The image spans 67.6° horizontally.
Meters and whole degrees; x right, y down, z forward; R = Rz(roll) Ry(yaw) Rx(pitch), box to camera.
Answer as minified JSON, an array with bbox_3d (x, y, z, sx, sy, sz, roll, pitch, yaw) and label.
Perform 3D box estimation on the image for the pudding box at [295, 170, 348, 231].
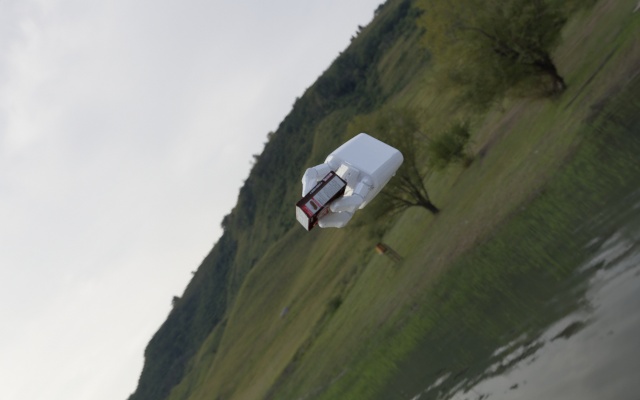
[{"bbox_3d":[0.000,0.003,0.828,0.039,0.090,0.113,44,-11,11],"label":"pudding box"}]
